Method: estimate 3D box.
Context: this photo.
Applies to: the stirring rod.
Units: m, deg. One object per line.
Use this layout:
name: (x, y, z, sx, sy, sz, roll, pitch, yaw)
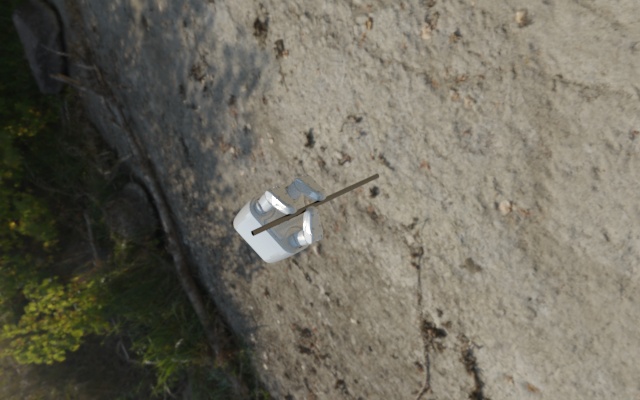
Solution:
stirring rod: (0.000, 0.002, 0.714, 0.239, 0.011, 0.011, -25, 14, -32)
